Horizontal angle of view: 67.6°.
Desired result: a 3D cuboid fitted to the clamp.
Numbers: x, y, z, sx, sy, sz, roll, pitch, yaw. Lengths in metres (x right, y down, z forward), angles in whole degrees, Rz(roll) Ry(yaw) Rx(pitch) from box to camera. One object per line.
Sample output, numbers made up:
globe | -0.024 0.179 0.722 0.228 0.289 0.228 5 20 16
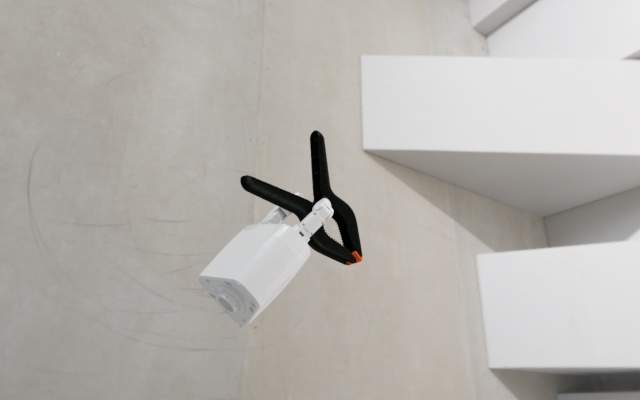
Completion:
clamp | 0.001 0.003 0.718 0.164 0.210 0.036 -46 10 -33
